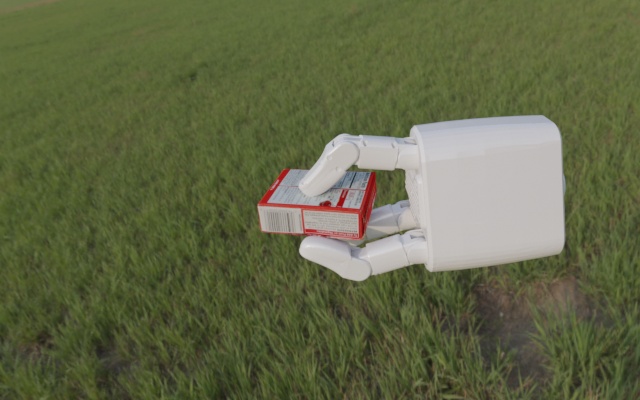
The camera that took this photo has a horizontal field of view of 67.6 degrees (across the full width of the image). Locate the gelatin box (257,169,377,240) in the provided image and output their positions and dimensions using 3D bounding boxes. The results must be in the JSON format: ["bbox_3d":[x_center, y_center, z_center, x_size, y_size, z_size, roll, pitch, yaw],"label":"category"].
[{"bbox_3d":[0.000,0.001,0.411,0.089,0.030,0.073,4,29,13],"label":"gelatin box"}]
